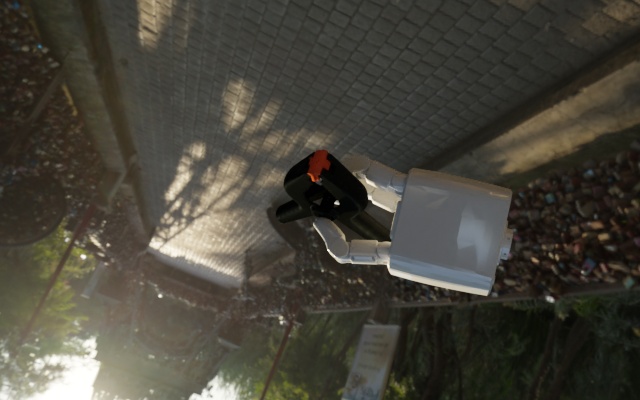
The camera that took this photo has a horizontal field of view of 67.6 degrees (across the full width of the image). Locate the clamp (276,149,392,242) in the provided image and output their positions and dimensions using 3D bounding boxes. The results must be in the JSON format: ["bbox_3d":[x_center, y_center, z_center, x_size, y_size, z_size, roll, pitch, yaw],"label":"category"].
[{"bbox_3d":[0.000,0.002,0.554,0.164,0.036,0.210,11,-21,19],"label":"clamp"}]
